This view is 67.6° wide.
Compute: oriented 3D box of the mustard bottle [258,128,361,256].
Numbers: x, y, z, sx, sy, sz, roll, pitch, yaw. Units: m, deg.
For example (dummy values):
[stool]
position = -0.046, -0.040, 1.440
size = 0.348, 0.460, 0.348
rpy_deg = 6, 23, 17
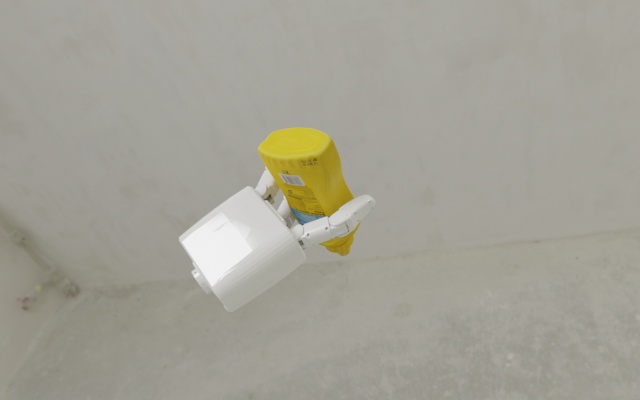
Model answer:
[mustard bottle]
position = 0.000, 0.002, 0.592
size = 0.096, 0.192, 0.058
rpy_deg = 9, 49, 36
